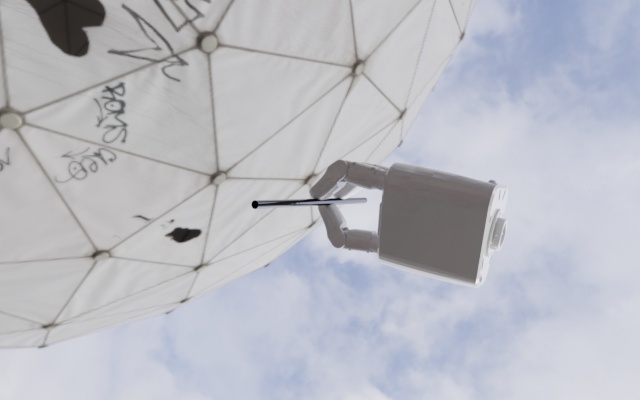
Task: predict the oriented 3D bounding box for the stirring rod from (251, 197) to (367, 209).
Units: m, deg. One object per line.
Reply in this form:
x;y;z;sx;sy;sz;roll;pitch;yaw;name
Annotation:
0.000;0.002;0.533;0.011;0.011;0.239;0;1;29;stirring rod
